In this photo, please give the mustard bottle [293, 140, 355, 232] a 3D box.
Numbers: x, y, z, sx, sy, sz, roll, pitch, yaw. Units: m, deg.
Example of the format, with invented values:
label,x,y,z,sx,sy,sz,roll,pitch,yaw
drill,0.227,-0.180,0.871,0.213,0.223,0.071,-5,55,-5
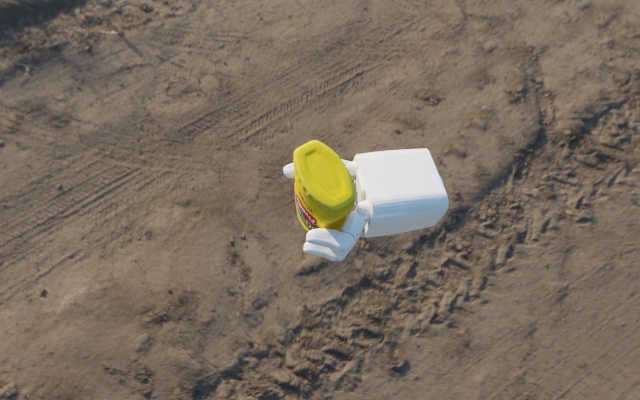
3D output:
label,x,y,z,sx,sy,sz,roll,pitch,yaw
mustard bottle,0.000,0.002,0.646,0.058,0.096,0.192,-31,-17,-13
